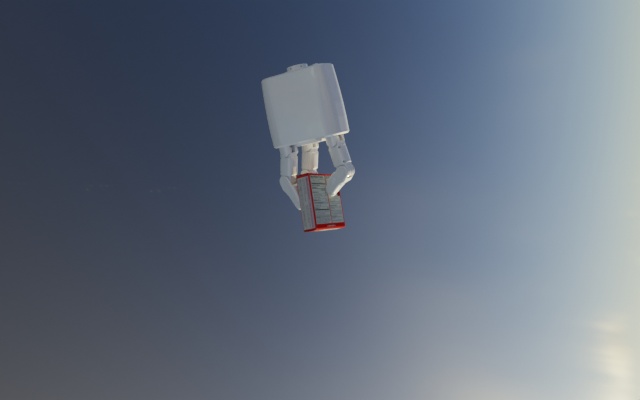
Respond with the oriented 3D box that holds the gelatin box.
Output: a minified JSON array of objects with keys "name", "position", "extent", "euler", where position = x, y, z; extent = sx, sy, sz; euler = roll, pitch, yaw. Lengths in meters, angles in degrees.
[{"name":"gelatin box","position":[0.001,0.003,0.748],"extent":[0.030,0.089,0.073],"euler":[-14,-8,38]}]
